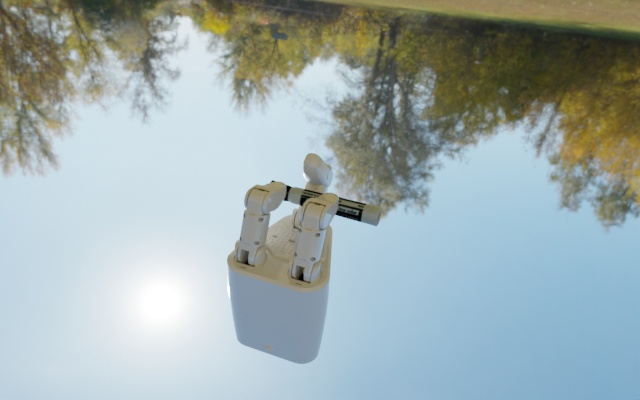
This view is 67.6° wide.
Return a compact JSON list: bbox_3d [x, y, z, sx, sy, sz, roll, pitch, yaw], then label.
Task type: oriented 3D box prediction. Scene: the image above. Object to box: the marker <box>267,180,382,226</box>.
[{"bbox_3d":[0.000,0.001,0.472,0.121,0.020,0.020,14,4,16],"label":"marker"}]
